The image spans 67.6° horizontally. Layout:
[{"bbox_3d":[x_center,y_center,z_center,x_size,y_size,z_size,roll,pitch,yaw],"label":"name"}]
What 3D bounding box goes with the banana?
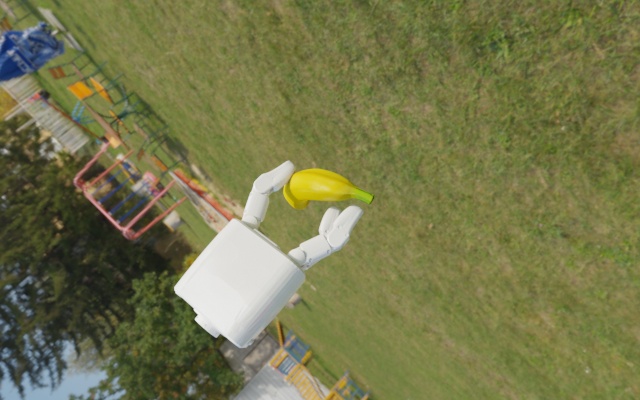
[{"bbox_3d":[-0.012,-0.010,0.603,0.070,0.037,0.198,42,-17,-18],"label":"banana"}]
